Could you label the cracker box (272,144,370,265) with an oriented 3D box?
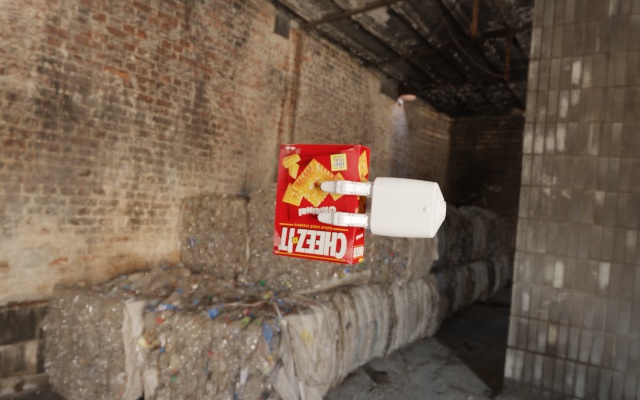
[{"bbox_3d":[0.000,0.003,0.891,0.164,0.213,0.072,4,0,24],"label":"cracker box"}]
